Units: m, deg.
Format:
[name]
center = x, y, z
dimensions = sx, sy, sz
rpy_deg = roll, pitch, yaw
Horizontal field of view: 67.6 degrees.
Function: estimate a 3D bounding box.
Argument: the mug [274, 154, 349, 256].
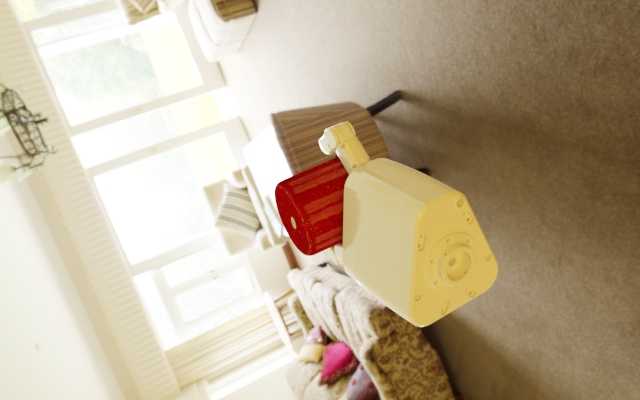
[mug]
center = -0.001, 0.001, 0.498
dimensions = 0.081, 0.093, 0.117
rpy_deg = -24, 25, -19
